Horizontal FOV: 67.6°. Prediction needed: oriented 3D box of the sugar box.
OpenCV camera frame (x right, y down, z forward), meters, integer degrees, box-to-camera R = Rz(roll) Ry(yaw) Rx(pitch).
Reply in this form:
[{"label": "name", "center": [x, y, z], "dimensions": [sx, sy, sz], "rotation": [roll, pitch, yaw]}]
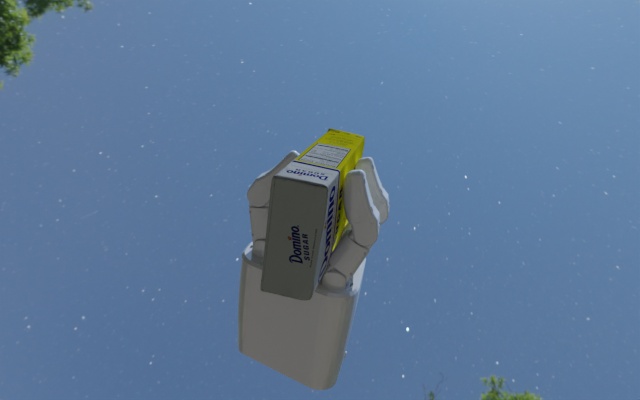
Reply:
[{"label": "sugar box", "center": [0.001, 0.002, 0.410], "dimensions": [0.048, 0.093, 0.176], "rotation": [11, 22, 7]}]
